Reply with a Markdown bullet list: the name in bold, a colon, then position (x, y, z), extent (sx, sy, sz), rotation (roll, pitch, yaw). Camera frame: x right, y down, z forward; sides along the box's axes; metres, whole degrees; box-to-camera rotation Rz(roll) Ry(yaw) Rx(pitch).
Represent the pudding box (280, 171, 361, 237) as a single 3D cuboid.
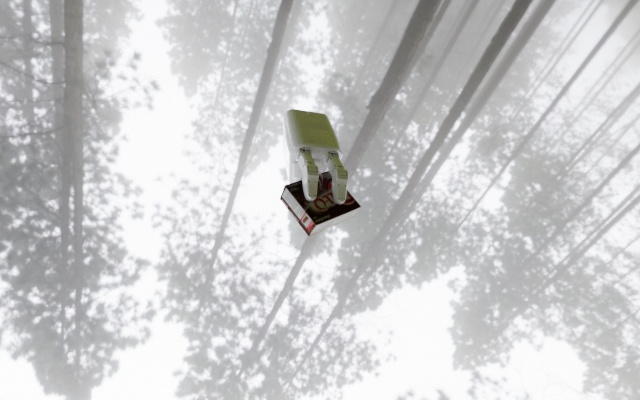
- **pudding box**: position (0.000, 0.003, 0.817), extent (0.113, 0.090, 0.039), rotation (-22, -27, -39)
